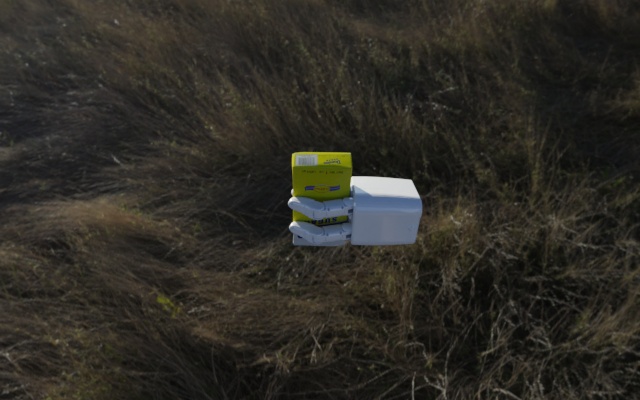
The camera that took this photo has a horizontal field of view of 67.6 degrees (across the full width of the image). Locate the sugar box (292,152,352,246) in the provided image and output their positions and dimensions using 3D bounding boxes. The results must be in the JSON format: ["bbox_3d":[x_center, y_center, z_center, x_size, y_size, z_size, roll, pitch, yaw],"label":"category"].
[{"bbox_3d":[0.000,0.003,0.786,0.093,0.176,0.048,1,40,-1],"label":"sugar box"}]
